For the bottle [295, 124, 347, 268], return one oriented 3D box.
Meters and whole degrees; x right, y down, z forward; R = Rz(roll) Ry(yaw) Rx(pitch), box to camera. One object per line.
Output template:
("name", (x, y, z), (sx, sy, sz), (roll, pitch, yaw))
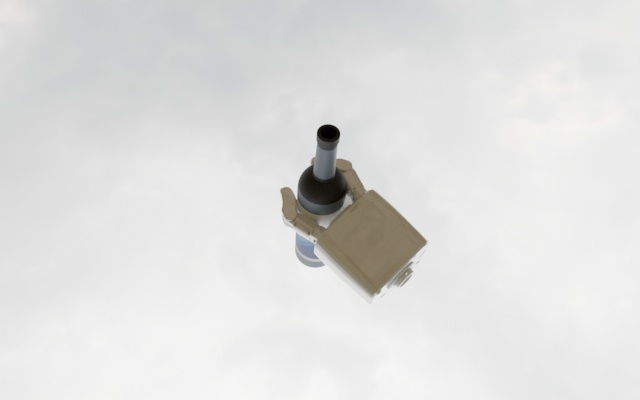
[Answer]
("bottle", (0.000, 0.002, 0.669), (0.069, 0.069, 0.296), (0, -33, -4))
